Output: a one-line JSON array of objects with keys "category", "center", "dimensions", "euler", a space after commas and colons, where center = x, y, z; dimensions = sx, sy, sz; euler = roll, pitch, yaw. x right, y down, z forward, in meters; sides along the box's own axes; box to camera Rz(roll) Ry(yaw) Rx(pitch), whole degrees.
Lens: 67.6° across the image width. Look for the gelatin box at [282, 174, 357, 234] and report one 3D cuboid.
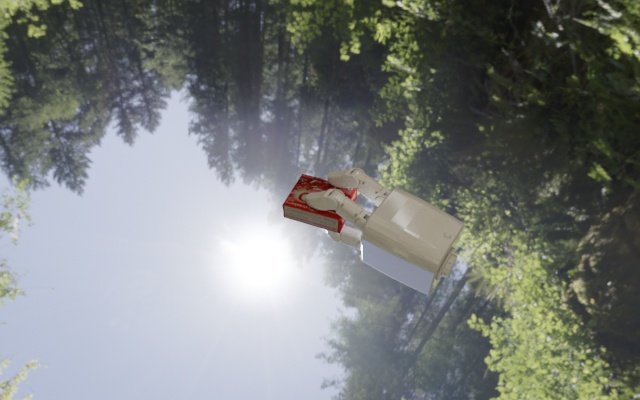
[{"category": "gelatin box", "center": [0.000, 0.002, 0.688], "dimensions": [0.089, 0.030, 0.073], "euler": [15, 45, 15]}]
